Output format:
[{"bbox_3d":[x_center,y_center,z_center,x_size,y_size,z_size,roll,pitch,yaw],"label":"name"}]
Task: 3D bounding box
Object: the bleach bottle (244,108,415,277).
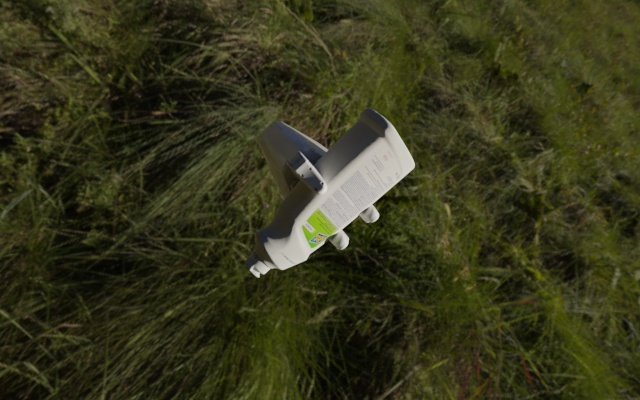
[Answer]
[{"bbox_3d":[0.000,0.002,0.615,0.103,0.251,0.068,48,1,-43],"label":"bleach bottle"}]
